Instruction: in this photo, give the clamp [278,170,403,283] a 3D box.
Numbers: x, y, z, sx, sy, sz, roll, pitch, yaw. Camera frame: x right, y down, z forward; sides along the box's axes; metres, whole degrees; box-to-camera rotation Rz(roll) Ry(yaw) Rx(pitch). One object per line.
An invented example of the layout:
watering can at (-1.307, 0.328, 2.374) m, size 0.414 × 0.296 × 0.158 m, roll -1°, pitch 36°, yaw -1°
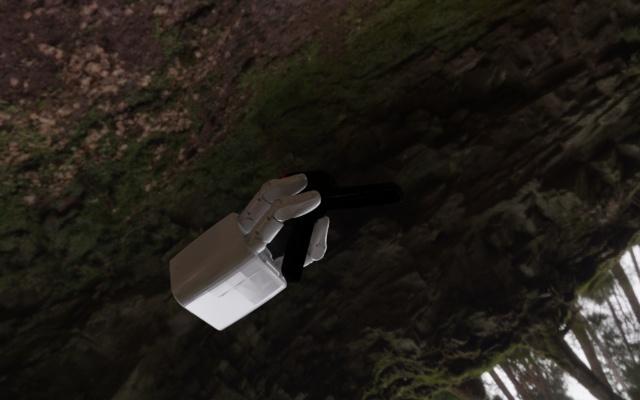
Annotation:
clamp at (0.000, 0.002, 0.606) m, size 0.164 × 0.036 × 0.210 m, roll -33°, pitch 30°, yaw -2°
